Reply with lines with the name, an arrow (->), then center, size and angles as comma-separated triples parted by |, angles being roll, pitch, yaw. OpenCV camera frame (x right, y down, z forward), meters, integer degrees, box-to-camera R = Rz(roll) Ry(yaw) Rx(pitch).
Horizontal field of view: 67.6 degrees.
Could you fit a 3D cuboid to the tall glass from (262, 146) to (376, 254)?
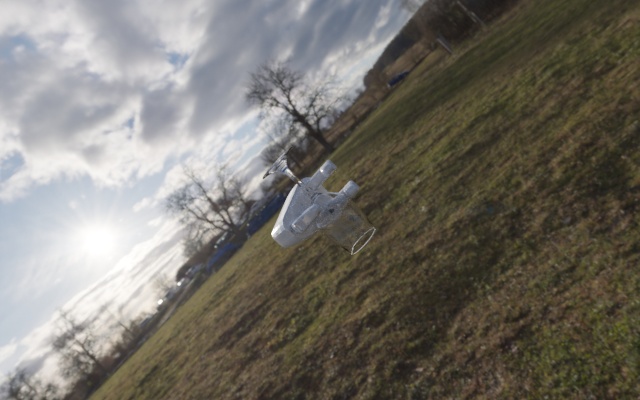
tall glass -> 0.000, 0.002, 0.810 | 0.201, 0.079, 0.079 | 42, -3, -4
